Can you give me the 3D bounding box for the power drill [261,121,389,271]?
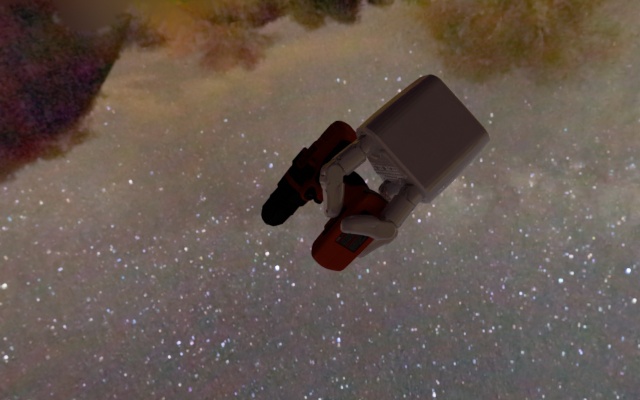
[{"bbox_3d":[0.000,0.002,0.616,0.057,0.184,0.187,30,19,-35],"label":"power drill"}]
